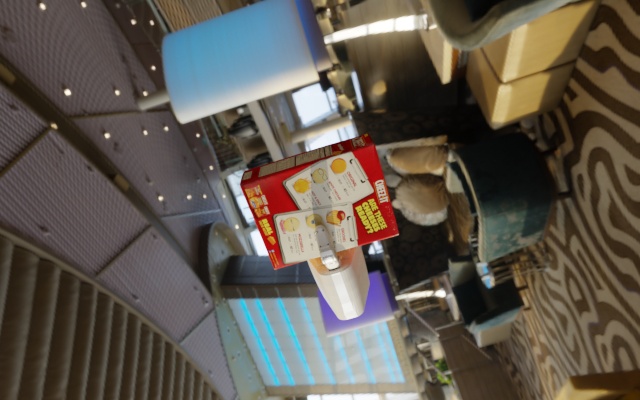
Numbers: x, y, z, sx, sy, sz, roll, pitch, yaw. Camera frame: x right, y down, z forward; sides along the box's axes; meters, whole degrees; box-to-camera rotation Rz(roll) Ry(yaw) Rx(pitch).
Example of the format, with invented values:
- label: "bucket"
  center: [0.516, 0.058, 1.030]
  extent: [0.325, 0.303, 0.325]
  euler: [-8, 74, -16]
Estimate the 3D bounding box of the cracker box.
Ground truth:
- label: "cracker box"
  center: [0.000, 0.003, 0.769]
  extent: [0.214, 0.164, 0.072]
  euler: [-17, 25, 4]
